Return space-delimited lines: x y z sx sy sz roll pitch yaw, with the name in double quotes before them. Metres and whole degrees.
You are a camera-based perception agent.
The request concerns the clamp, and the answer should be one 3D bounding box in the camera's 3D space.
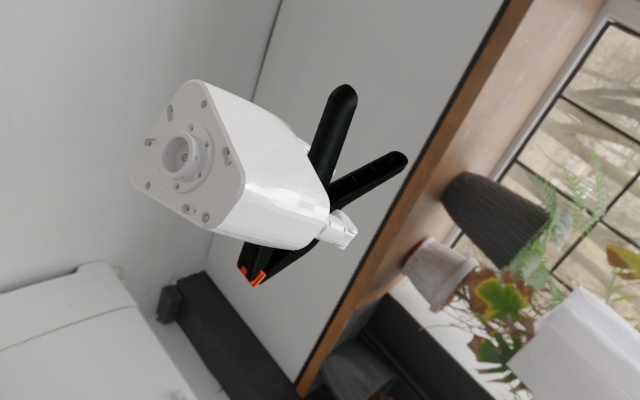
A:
"clamp" 0.000 0.002 0.476 0.036 0.210 0.164 45 13 32
